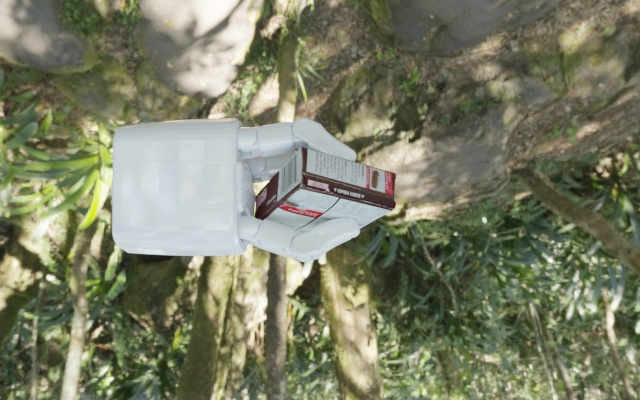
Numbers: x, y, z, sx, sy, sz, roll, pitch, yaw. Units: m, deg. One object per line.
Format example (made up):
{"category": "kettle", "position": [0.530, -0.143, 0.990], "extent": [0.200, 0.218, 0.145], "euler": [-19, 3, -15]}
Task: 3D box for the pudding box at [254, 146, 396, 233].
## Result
{"category": "pudding box", "position": [0.000, 0.002, 0.427], "extent": [0.090, 0.039, 0.113], "euler": [13, -24, -23]}
